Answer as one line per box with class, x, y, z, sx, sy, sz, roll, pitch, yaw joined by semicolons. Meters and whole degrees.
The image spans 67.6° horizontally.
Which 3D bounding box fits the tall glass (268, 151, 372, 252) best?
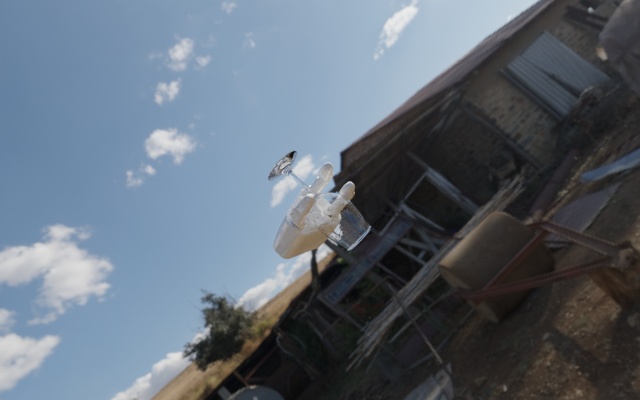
tall glass;0.000;0.002;0.869;0.201;0.079;0.079;43;10;10
